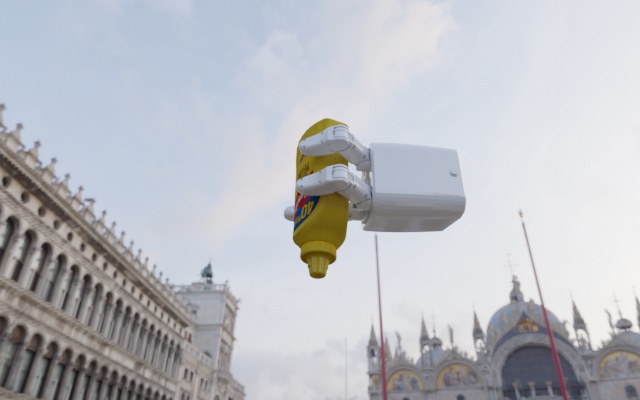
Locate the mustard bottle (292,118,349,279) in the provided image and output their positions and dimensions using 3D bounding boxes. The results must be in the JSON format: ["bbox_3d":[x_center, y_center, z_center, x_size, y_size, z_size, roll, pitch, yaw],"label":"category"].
[{"bbox_3d":[0.000,0.002,0.569,0.058,0.191,0.096,16,-35,-22],"label":"mustard bottle"}]
